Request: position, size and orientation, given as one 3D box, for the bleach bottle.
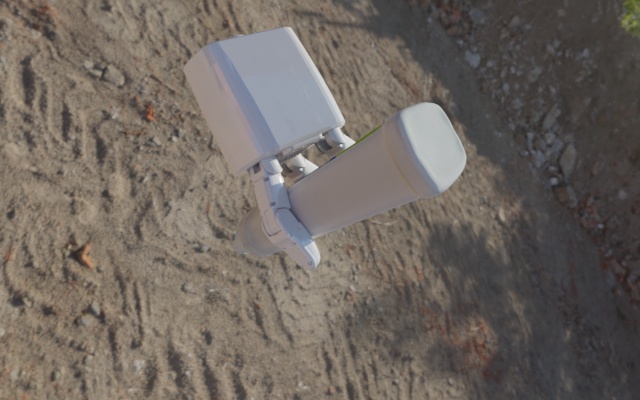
[{"bbox_3d":[0.000,0.001,0.435,0.251,0.068,0.102,-27,2,36],"label":"bleach bottle"}]
